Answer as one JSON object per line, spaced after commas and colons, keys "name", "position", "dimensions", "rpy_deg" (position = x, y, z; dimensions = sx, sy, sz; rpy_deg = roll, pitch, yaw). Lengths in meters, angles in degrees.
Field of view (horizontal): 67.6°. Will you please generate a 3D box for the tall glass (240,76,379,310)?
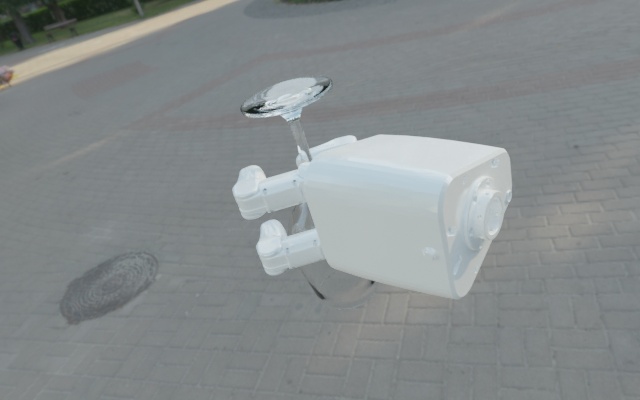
{"name": "tall glass", "position": [0.000, 0.001, 0.415], "dimensions": [0.079, 0.201, 0.079], "rpy_deg": [-13, 30, 8]}
